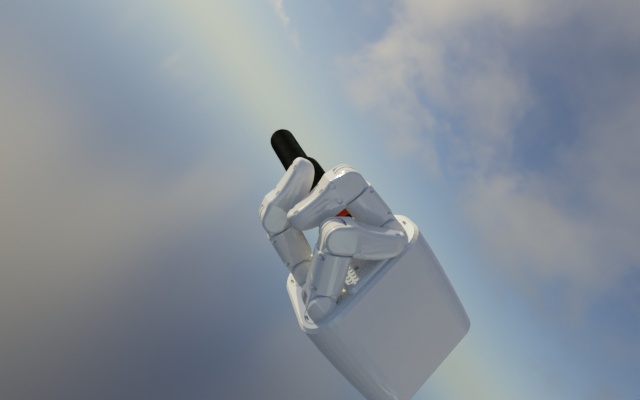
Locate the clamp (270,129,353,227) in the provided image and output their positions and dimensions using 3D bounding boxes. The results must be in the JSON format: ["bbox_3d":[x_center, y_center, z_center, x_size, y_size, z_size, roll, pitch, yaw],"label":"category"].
[{"bbox_3d":[0.001,0.001,0.438,0.039,0.120,0.171,-35,24,2],"label":"clamp"}]
